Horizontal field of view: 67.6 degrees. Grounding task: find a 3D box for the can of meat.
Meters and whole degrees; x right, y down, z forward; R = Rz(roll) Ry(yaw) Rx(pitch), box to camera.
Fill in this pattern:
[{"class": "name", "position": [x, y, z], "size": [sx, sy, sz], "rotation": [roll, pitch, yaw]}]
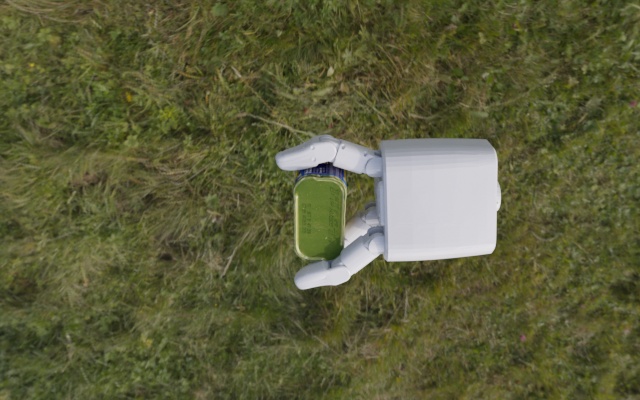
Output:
[{"class": "can of meat", "position": [0.000, 0.002, 0.502], "size": [0.057, 0.102, 0.084], "rotation": [1, 27, 1]}]
